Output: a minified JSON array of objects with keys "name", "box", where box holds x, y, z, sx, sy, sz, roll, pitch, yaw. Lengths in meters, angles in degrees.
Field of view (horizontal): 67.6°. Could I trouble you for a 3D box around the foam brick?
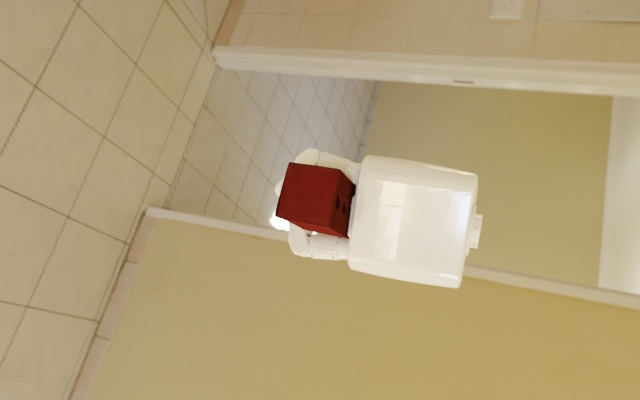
[{"name":"foam brick","box":[0.000,0.001,0.447,0.051,0.053,0.078,10,-8,20]}]
